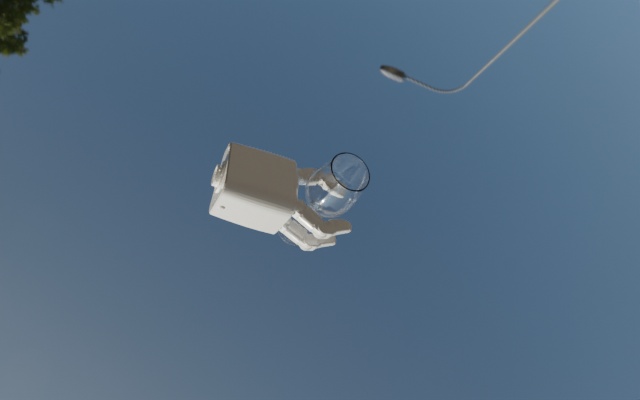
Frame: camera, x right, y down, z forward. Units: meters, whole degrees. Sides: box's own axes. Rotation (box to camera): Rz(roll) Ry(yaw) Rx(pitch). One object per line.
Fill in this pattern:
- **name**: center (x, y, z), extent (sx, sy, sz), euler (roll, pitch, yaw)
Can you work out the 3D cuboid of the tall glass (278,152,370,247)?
- **tall glass**: center (0.000, 0.003, 0.738), extent (0.079, 0.079, 0.201), euler (0, -25, -28)
